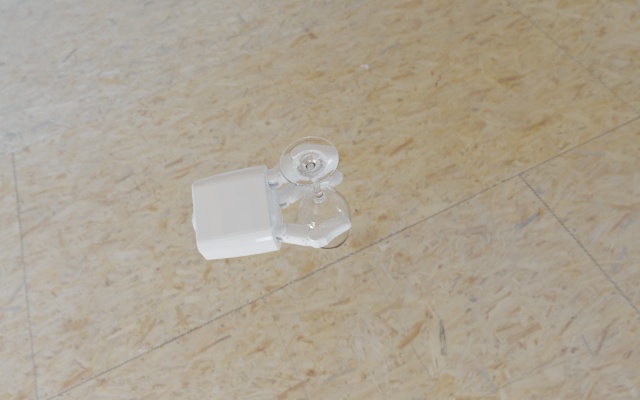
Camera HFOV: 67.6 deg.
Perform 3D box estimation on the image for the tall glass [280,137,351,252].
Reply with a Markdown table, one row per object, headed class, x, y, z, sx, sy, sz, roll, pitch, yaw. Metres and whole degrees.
| class | x | y | z | sx | sy | sz | roll | pitch | yaw |
| --- | --- | --- | --- | --- | --- | --- | --- | --- | --- |
| tall glass | 0.000 | 0.002 | 0.667 | 0.079 | 0.079 | 0.201 | 0 | -31 | 10 |
